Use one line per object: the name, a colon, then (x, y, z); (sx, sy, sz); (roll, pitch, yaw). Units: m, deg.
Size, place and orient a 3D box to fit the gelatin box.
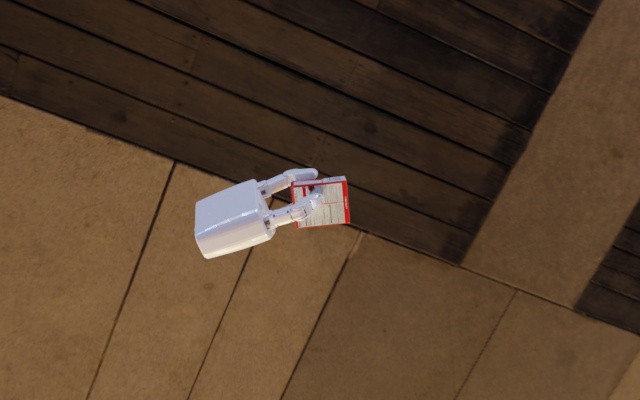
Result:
gelatin box: (0.000, 0.003, 0.765); (0.089, 0.073, 0.030); (-6, 20, 1)
